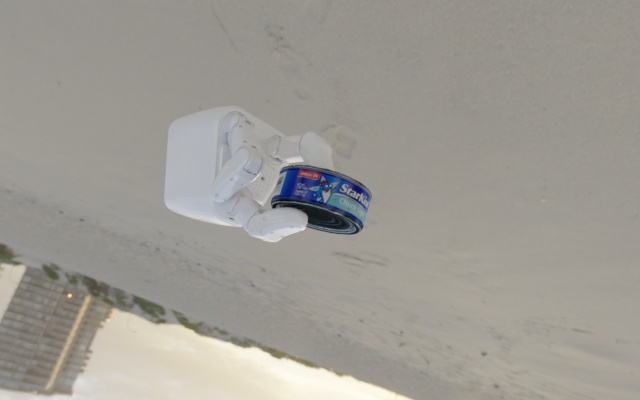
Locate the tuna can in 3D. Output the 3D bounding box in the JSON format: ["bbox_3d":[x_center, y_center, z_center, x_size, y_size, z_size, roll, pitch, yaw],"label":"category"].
[{"bbox_3d":[0.000,0.002,0.424,0.086,0.033,0.086,15,-16,4],"label":"tuna can"}]
